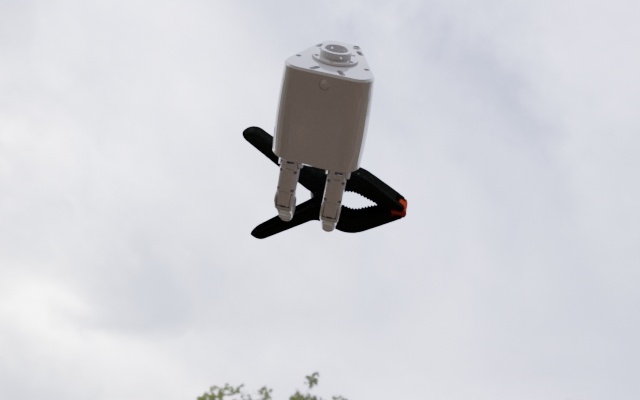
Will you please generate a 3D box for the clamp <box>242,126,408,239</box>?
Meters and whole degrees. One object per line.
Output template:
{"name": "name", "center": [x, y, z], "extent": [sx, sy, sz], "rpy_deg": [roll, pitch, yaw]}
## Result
{"name": "clamp", "center": [0.001, 0.001, 0.598], "extent": [0.210, 0.165, 0.036], "rpy_deg": [14, 38, 6]}
